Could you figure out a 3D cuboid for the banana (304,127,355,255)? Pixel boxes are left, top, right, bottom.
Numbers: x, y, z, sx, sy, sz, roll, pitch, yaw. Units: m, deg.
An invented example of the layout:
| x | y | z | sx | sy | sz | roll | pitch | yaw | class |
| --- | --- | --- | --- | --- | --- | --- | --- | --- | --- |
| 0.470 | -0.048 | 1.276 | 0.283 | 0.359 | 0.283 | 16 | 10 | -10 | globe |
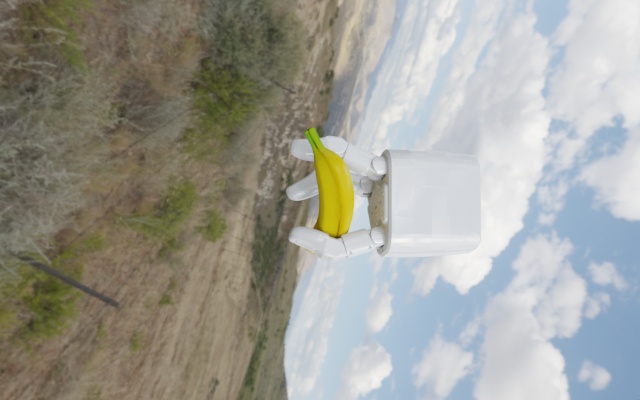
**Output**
| x | y | z | sx | sy | sz | roll | pitch | yaw | class |
| --- | --- | --- | --- | --- | --- | --- | --- | --- | --- |
| 0.008 | 0.013 | 0.525 | 0.037 | 0.069 | 0.198 | -17 | -38 | -18 | banana |
